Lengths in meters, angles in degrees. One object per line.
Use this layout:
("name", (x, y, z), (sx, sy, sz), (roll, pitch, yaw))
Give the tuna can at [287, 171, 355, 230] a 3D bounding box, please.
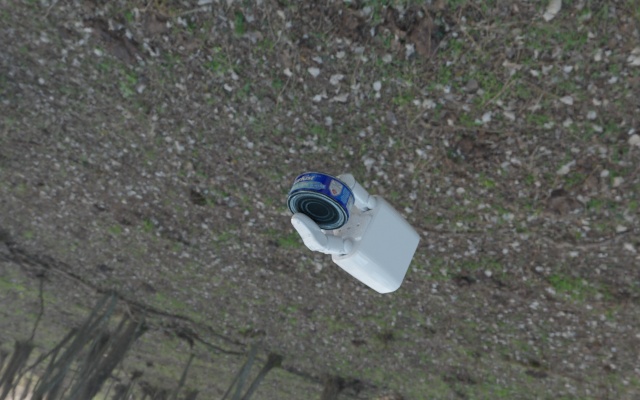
("tuna can", (0.000, 0.002, 0.629), (0.086, 0.033, 0.086), (15, -34, 10))
